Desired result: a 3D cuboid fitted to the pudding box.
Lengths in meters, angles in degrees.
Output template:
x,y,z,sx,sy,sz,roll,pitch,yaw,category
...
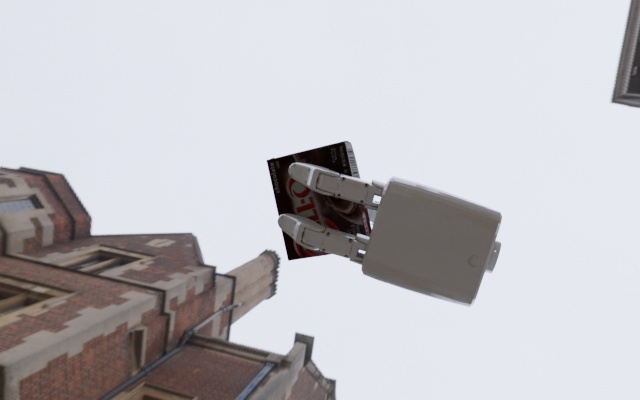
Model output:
x,y,z,sx,sy,sz,roll,pitch,yaw,category
0.000,0.002,0.503,0.090,0.113,0.039,-11,0,20,pudding box
